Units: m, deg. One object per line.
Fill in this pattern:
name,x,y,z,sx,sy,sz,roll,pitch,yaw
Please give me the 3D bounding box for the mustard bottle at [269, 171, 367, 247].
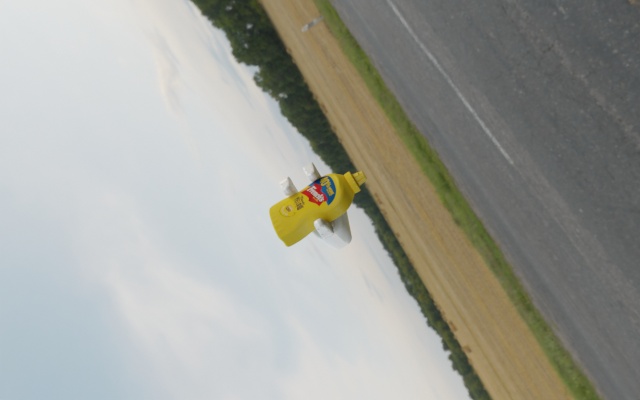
mustard bottle,0.000,0.003,0.886,0.191,0.058,0.096,-31,40,5
